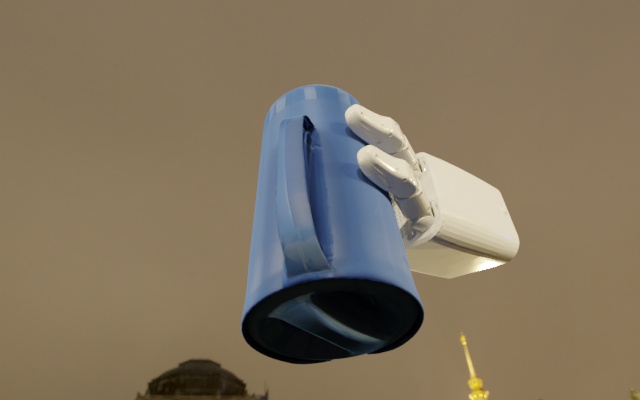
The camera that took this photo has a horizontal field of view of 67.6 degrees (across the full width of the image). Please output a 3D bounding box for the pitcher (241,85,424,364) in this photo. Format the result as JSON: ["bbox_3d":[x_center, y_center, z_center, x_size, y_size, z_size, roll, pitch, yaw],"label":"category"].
[{"bbox_3d":[0.000,0.001,0.415,0.145,0.242,0.149,18,-47,-24],"label":"pitcher"}]
